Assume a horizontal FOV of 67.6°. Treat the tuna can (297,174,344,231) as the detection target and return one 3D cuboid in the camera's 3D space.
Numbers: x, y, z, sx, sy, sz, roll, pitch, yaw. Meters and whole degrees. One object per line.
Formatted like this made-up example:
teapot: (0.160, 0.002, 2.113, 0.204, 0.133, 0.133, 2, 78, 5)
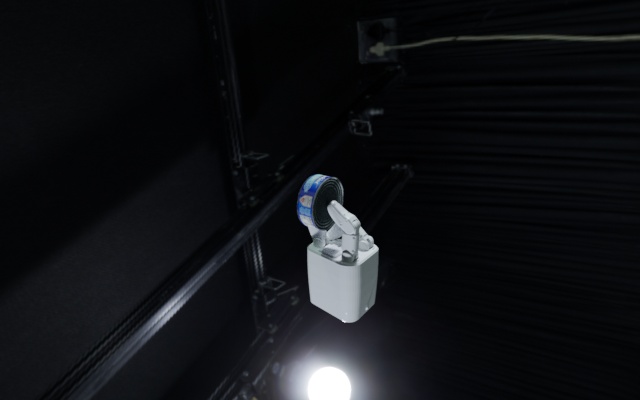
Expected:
tuna can: (0.000, 0.002, 0.752, 0.033, 0.086, 0.086, 14, 8, 32)
